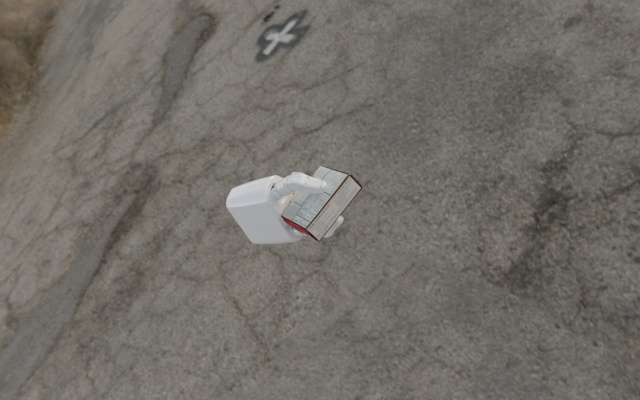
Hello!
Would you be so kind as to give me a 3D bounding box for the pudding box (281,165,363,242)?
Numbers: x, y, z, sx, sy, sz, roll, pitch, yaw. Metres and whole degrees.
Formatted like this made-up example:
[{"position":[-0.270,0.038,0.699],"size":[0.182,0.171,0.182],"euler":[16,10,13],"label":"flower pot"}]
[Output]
[{"position":[0.000,0.002,0.750],"size":[0.039,0.113,0.090],"euler":[43,-10,-32],"label":"pudding box"}]
